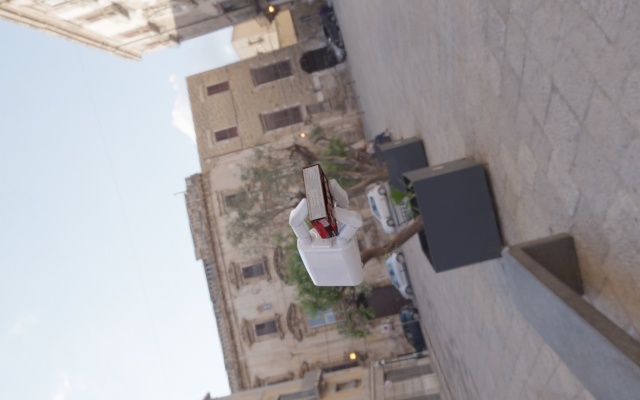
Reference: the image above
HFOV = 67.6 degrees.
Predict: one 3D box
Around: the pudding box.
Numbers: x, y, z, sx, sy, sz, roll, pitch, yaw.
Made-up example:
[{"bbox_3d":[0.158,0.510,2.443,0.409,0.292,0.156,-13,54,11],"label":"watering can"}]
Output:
[{"bbox_3d":[0.000,0.003,0.874,0.039,0.113,0.090,-15,-28,7],"label":"pudding box"}]
